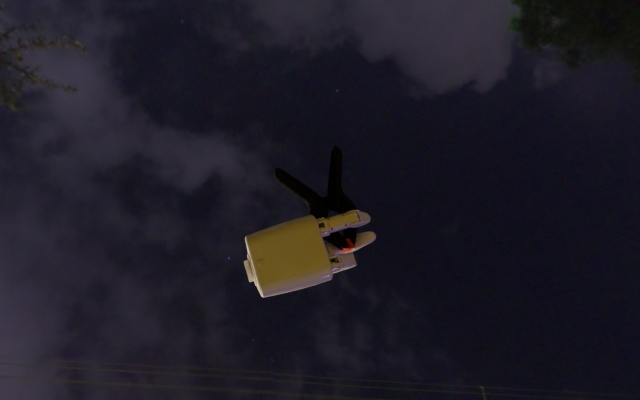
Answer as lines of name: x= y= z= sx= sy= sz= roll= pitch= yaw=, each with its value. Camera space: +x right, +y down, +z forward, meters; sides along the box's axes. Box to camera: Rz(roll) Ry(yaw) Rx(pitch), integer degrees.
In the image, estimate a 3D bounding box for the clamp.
clamp: x=0.000 y=0.003 z=0.756 sx=0.120 sy=0.171 sz=0.039 roll=-15 pitch=-13 yaw=-12
